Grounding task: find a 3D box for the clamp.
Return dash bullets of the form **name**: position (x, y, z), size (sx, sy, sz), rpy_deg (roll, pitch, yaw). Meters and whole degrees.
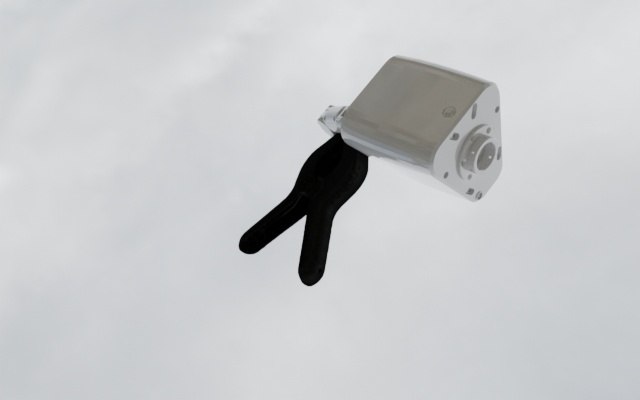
- **clamp**: position (0.000, 0.002, 0.459), size (0.120, 0.171, 0.039), rpy_deg (31, -8, 46)
